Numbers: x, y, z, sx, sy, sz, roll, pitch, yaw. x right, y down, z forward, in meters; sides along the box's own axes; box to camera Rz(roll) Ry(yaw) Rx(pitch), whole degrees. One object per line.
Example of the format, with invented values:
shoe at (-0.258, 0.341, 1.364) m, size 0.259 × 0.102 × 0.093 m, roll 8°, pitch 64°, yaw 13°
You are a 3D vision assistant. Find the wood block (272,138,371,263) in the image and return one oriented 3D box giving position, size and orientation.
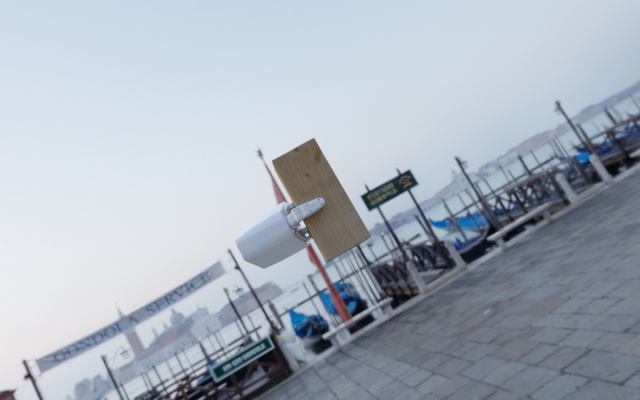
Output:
wood block at (0.000, 0.003, 0.883) m, size 0.090 × 0.206 × 0.091 m, roll -29°, pitch -7°, yaw -6°
